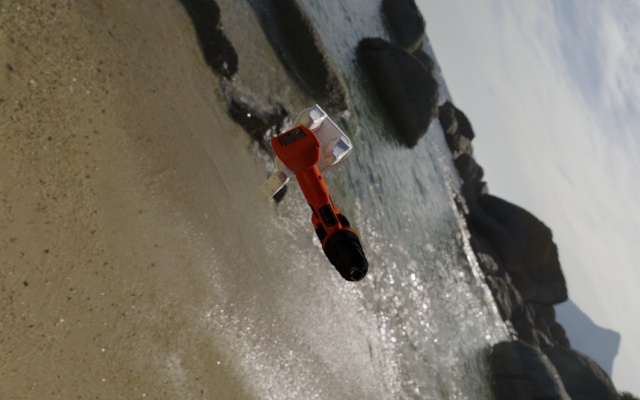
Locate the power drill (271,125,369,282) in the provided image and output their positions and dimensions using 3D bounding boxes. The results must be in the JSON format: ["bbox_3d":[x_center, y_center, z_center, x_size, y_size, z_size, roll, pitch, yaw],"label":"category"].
[{"bbox_3d":[0.000,0.002,0.644,0.057,0.188,0.184,-25,26,-5],"label":"power drill"}]
